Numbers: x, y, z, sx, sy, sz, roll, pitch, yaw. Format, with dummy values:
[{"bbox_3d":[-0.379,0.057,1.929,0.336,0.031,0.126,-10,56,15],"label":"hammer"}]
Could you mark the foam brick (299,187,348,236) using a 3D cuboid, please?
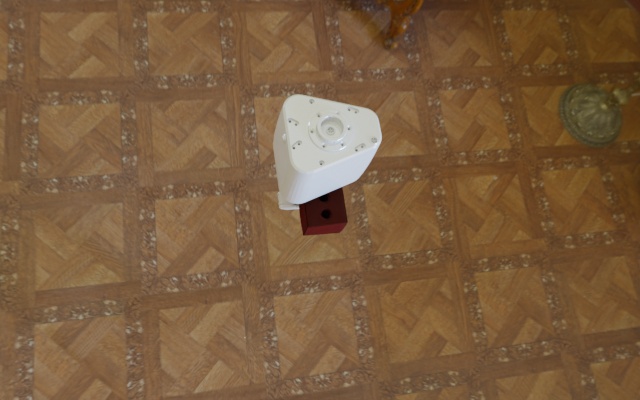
[{"bbox_3d":[0.000,0.002,0.622,0.053,0.078,0.051,-6,-14,-12],"label":"foam brick"}]
